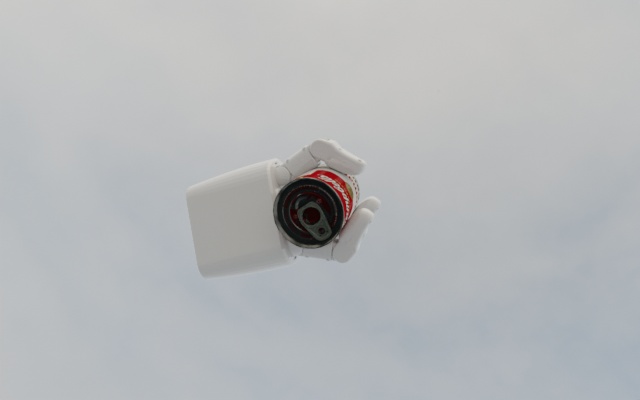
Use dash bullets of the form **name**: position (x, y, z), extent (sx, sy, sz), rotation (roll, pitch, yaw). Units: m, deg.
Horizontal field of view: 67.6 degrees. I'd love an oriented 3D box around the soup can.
- **soup can**: position (0.001, 0.001, 0.486), extent (0.068, 0.068, 0.102), rotation (0, 13, 14)
